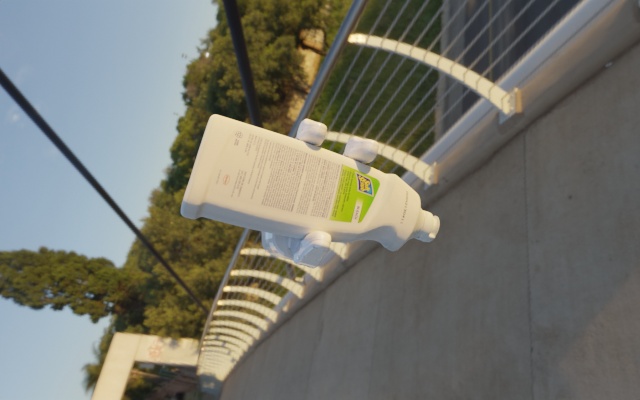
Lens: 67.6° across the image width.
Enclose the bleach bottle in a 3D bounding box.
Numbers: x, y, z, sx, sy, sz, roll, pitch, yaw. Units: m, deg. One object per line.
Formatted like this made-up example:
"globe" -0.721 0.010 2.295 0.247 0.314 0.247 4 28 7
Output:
"bleach bottle" 0.000 0.001 0.474 0.251 0.102 0.068 18 -12 -14
